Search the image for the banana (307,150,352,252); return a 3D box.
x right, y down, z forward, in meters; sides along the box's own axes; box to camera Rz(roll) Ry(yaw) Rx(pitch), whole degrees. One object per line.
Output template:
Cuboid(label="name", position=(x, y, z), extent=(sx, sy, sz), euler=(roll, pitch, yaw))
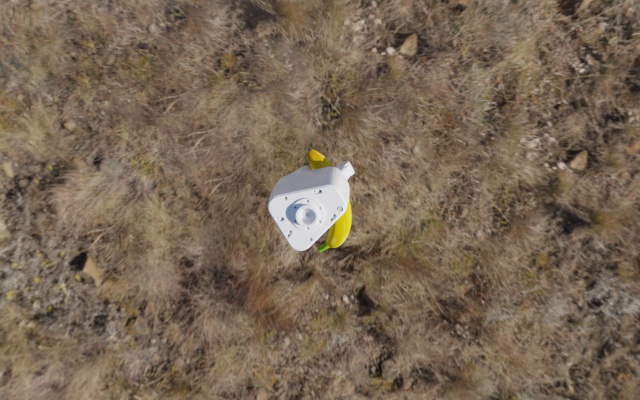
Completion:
Cuboid(label="banana", position=(0.019, 0.005, 0.850), extent=(0.069, 0.198, 0.037), euler=(-3, 18, 8))
